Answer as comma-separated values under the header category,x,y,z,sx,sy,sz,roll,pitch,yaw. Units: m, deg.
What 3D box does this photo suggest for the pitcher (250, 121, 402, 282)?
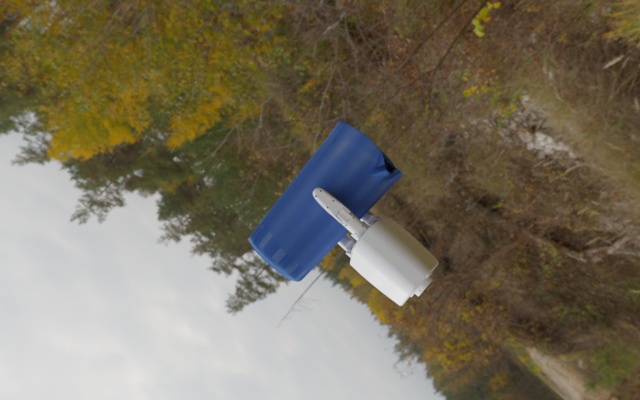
category,x,y,z,sx,sy,sz,roll,pitch,yaw
pitcher,0.000,0.003,0.762,0.145,0.243,0.149,41,-2,14
